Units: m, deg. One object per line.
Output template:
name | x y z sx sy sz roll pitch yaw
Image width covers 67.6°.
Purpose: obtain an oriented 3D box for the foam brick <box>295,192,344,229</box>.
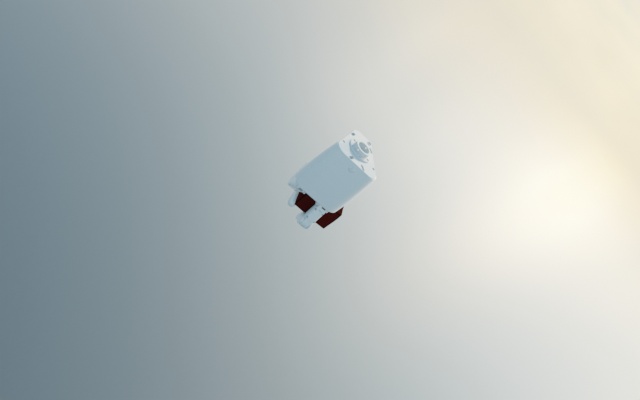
foam brick | 0.000 0.003 0.891 0.051 0.078 0.053 -38 21 32
